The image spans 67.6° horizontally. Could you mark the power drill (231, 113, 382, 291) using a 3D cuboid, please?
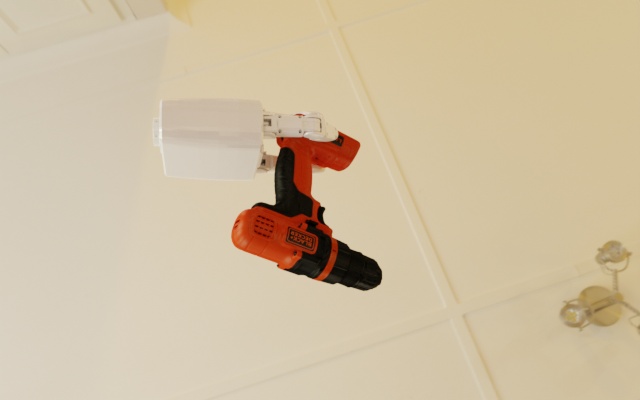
[{"bbox_3d":[0.000,0.001,0.563,0.184,0.187,0.057,24,-35,-23],"label":"power drill"}]
